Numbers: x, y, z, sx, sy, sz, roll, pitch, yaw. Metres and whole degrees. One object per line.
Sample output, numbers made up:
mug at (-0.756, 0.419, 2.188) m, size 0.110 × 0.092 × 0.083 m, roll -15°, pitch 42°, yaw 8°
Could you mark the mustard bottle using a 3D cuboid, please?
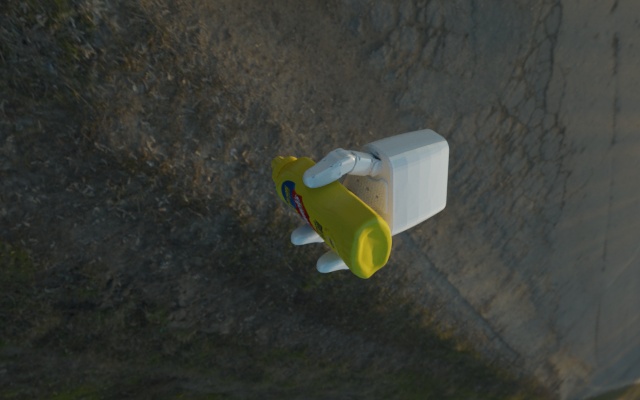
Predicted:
mustard bottle at (0.000, 0.002, 0.562) m, size 0.058 × 0.096 × 0.191 m, roll -37°, pitch 52°, yaw -14°
